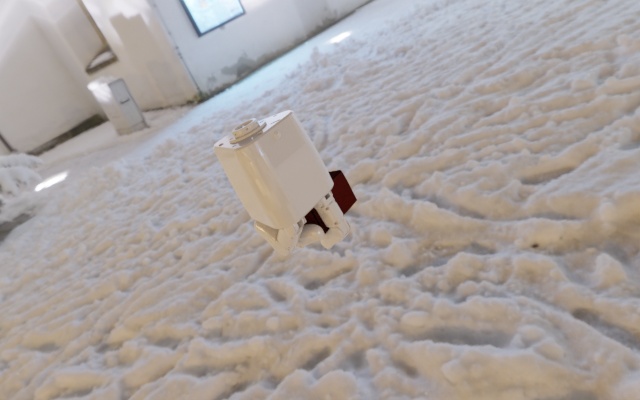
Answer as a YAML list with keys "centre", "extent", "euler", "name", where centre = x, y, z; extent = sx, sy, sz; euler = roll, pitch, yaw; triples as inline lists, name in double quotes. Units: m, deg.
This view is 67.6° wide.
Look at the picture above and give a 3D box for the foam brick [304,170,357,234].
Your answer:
- centre: [0.000, 0.002, 0.633]
  extent: [0.053, 0.051, 0.078]
  euler: [-5, 31, 48]
  name: "foam brick"
